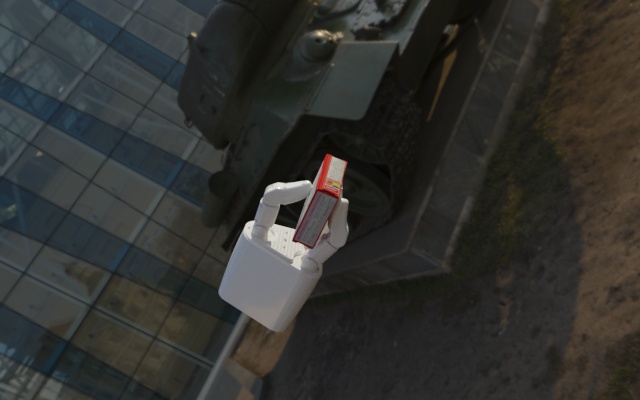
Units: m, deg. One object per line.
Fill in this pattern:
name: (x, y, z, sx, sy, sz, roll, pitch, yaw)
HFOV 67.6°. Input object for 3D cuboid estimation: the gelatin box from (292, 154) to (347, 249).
gelatin box: (0.000, 0.001, 0.564, 0.030, 0.089, 0.073, 22, 38, -4)
